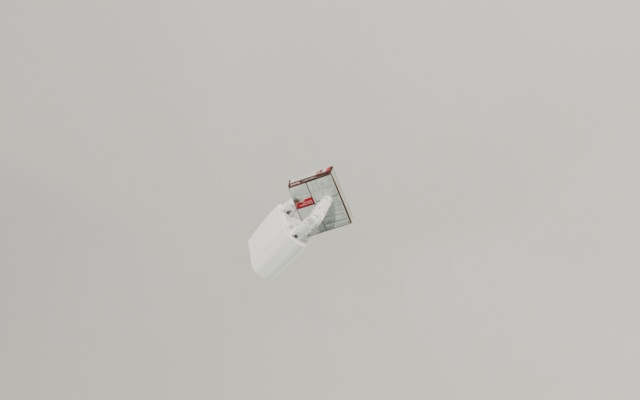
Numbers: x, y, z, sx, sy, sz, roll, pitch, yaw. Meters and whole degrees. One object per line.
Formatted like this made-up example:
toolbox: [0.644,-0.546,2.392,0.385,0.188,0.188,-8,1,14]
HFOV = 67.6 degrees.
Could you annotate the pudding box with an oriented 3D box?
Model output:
pudding box: [0.000,0.003,0.896,0.090,0.113,0.039,-18,23,11]
